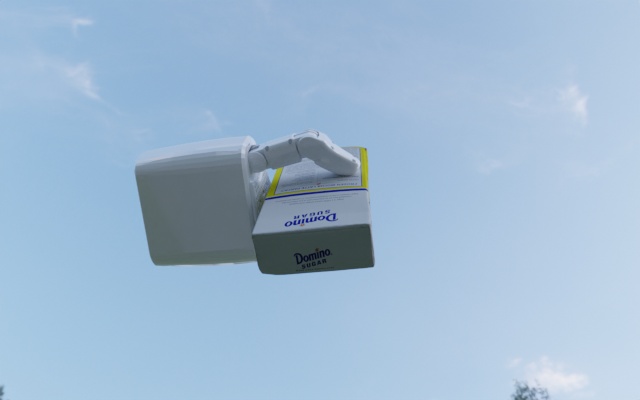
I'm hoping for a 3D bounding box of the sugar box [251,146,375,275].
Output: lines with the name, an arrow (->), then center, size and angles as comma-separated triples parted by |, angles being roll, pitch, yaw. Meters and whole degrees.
sugar box -> 0.000, 0.002, 0.439 | 0.093, 0.048, 0.176 | -5, 27, 7
